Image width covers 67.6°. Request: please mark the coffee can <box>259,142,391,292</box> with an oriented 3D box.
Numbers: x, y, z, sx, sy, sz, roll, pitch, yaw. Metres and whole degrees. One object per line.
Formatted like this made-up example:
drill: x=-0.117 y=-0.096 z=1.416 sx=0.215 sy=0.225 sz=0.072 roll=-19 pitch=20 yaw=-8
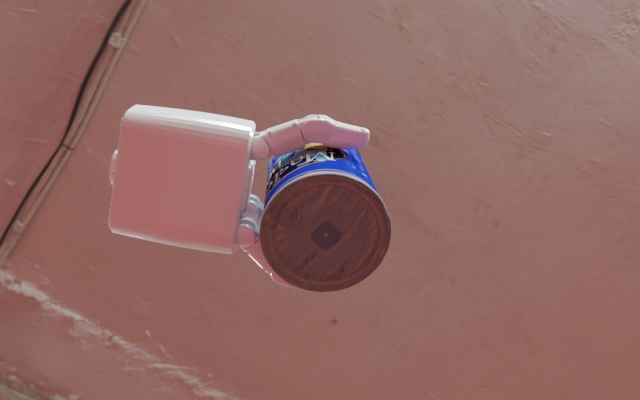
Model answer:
coffee can: x=0.000 y=0.001 z=0.433 sx=0.103 sy=0.103 sz=0.140 roll=0 pitch=22 yaw=-4
